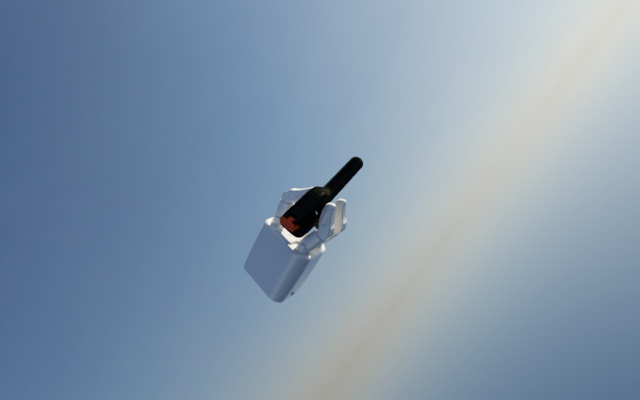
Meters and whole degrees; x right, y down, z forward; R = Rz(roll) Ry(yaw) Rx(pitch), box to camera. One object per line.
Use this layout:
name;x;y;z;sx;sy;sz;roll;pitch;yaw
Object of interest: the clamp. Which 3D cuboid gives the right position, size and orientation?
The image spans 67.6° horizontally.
clamp;-0.001;0.002;0.802;0.036;0.164;0.210;34;20;15
